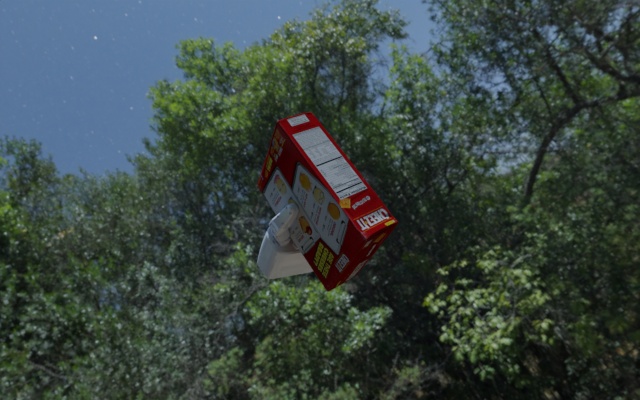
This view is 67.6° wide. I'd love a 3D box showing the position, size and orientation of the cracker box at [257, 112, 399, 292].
[{"bbox_3d":[0.000,0.002,0.706,0.072,0.213,0.164,-24,-22,-31],"label":"cracker box"}]
